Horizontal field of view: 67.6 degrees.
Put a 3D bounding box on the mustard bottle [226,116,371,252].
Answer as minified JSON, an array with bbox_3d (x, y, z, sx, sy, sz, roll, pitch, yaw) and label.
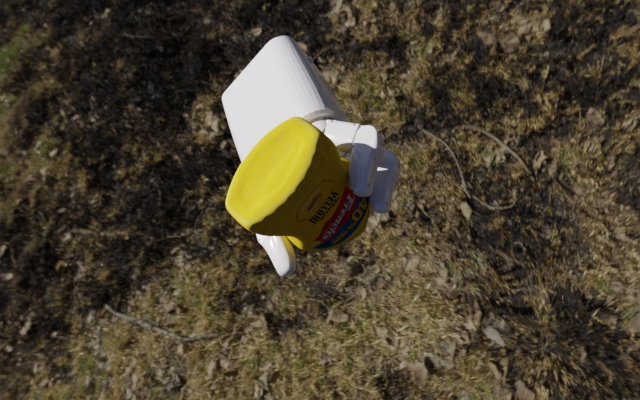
[{"bbox_3d":[0.000,0.002,0.445,0.058,0.096,0.192,38,3,29],"label":"mustard bottle"}]
